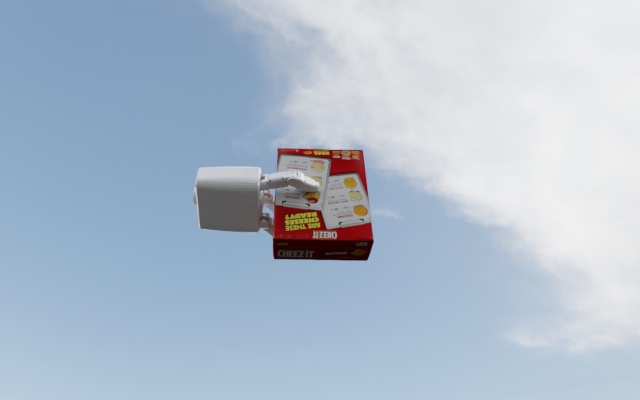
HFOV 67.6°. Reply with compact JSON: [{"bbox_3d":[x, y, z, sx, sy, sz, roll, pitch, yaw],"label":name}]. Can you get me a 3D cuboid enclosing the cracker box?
[{"bbox_3d":[0.000,0.003,0.848,0.164,0.213,0.072,1,-41,-3],"label":"cracker box"}]
